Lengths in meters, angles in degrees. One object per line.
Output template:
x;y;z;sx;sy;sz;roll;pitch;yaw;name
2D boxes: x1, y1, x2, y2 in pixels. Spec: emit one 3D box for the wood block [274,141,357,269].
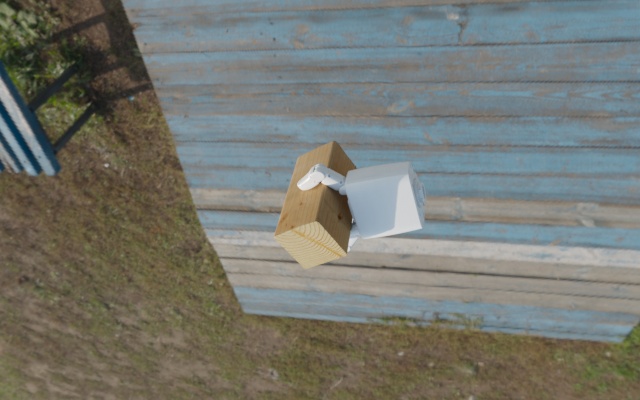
0.000;0.002;0.835;0.090;0.206;0.091;-22;-55;29;wood block
